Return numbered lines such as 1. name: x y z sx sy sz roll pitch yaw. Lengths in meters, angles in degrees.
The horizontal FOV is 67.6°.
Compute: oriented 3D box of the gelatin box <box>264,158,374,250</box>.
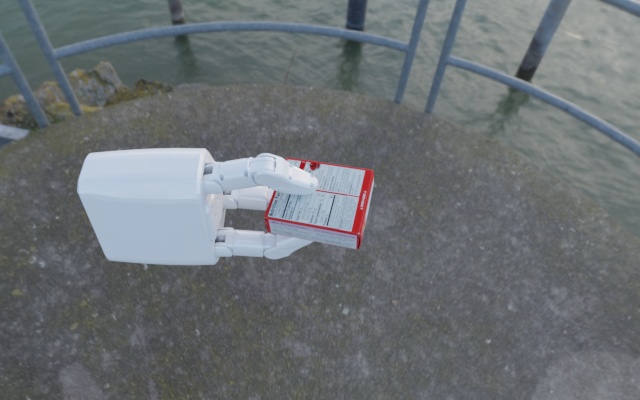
1. gelatin box: 0.000 0.001 0.443 0.089 0.073 0.030 9 -35 10
